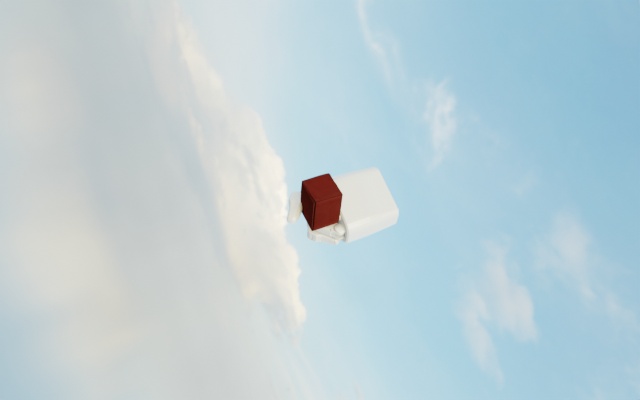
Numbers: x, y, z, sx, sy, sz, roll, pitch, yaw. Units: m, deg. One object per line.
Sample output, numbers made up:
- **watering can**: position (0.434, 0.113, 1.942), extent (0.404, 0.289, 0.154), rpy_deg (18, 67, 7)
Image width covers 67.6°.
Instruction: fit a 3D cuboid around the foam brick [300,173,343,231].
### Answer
- **foam brick**: position (0.000, 0.003, 0.792), extent (0.051, 0.053, 0.078), rpy_deg (-17, -36, -18)
